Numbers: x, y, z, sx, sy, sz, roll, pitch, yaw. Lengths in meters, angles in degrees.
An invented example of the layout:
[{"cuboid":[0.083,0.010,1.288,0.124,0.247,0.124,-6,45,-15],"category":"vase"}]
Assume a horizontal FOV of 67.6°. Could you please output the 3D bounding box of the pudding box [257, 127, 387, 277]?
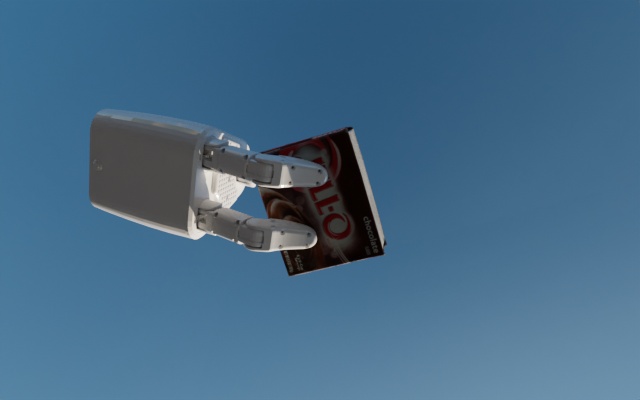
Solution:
[{"cuboid":[0.000,0.001,0.418,0.090,0.113,0.039,-15,11,17],"category":"pudding box"}]
